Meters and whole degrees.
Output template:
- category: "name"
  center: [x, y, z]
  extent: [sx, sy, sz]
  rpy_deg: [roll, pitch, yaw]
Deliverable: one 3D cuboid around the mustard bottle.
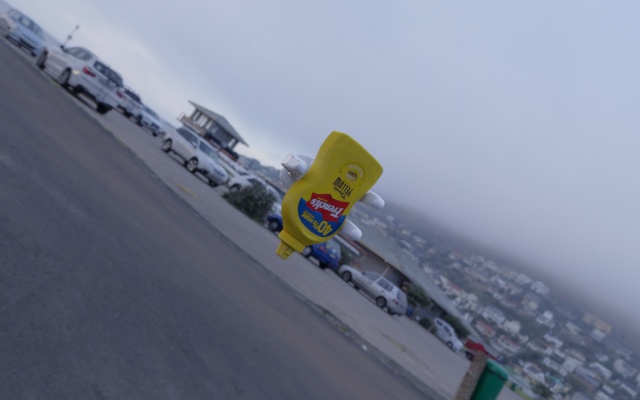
- category: "mustard bottle"
  center: [0.000, 0.002, 0.678]
  extent: [0.096, 0.191, 0.058]
  rpy_deg: [39, -3, -32]
